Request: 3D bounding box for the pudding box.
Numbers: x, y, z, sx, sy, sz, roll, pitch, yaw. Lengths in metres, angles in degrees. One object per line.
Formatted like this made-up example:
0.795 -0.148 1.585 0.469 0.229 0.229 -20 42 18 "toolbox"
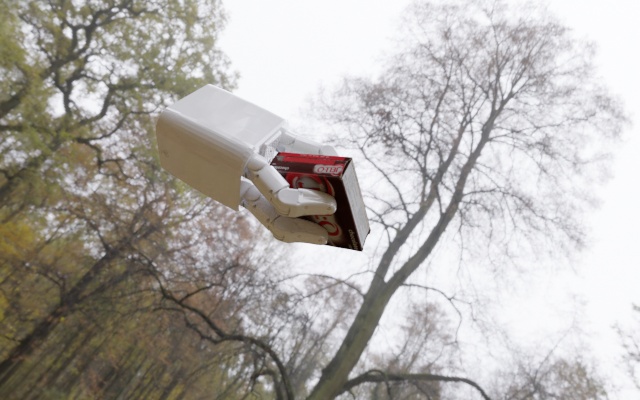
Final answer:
0.000 0.002 0.519 0.090 0.039 0.114 8 -41 28 "pudding box"
